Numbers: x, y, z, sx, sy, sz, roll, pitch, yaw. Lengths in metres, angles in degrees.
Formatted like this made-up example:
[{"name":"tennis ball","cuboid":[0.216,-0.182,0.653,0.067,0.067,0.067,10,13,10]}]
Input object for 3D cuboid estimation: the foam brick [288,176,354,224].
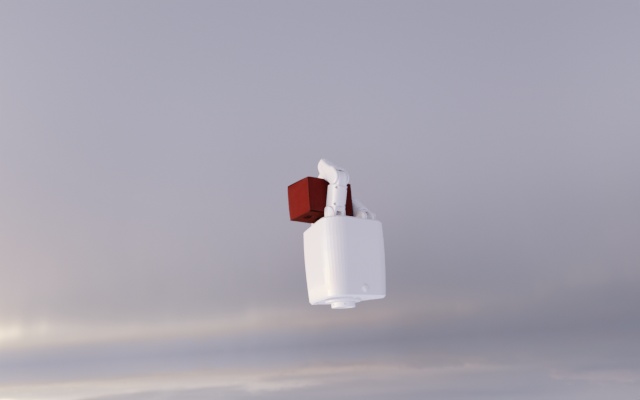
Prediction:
[{"name":"foam brick","cuboid":[0.000,0.002,0.675,0.078,0.051,0.053,9,-21,-34]}]
